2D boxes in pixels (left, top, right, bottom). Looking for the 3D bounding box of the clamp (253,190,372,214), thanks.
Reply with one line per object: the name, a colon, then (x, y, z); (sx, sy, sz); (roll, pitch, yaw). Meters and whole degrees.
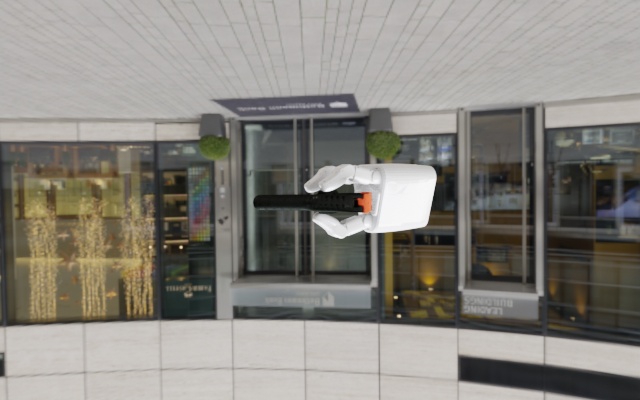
clamp: (0.001, 0.003, 0.727); (0.164, 0.036, 0.210); (-3, 2, -25)
